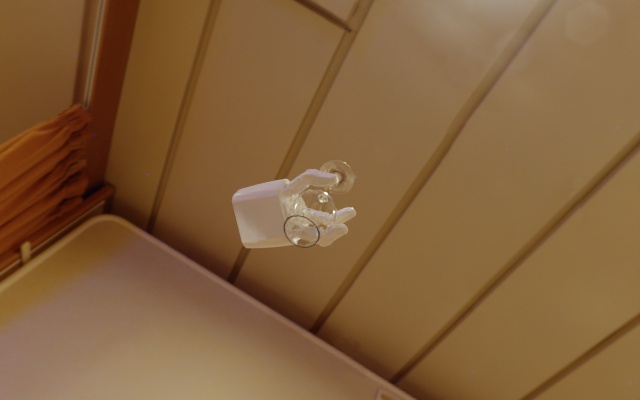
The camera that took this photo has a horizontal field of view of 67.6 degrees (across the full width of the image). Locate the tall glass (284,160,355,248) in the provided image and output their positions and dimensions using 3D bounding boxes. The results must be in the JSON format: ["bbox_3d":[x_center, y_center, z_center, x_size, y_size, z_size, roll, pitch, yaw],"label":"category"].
[{"bbox_3d":[0.000,0.002,0.844,0.079,0.079,0.201,0,29,21],"label":"tall glass"}]
